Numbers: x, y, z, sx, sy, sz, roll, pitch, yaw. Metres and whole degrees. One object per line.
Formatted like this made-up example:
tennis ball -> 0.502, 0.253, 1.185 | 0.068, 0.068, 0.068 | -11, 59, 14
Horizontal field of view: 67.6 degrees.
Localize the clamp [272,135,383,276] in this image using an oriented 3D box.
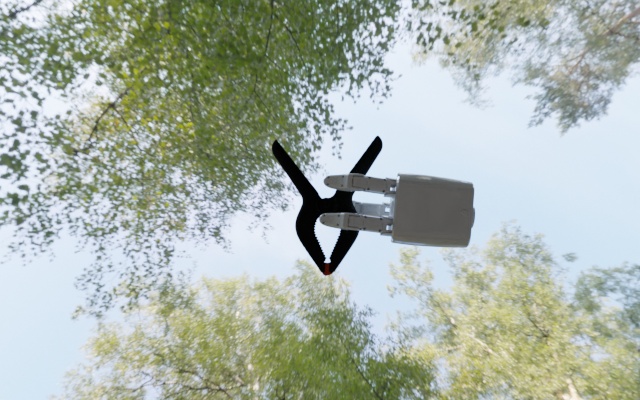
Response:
clamp -> 0.000, 0.003, 0.701 | 0.164, 0.210, 0.036 | 5, -5, 9
